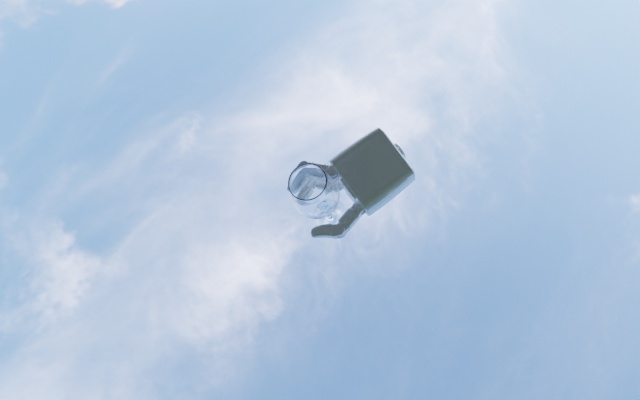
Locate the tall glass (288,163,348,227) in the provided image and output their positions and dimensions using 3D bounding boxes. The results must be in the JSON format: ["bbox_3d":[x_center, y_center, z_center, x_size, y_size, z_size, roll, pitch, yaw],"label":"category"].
[{"bbox_3d":[0.000,0.003,0.818,0.079,0.079,0.201,0,-18,13],"label":"tall glass"}]
